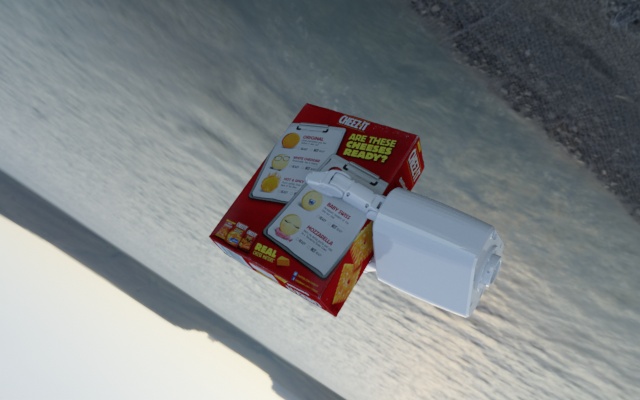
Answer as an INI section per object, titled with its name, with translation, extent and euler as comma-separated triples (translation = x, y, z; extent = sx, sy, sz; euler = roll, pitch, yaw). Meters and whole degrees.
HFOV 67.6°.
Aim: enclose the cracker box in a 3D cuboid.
[cracker box]
translation = 0.000, 0.002, 0.563
extent = 0.164, 0.213, 0.072
euler = 23, -21, 30
